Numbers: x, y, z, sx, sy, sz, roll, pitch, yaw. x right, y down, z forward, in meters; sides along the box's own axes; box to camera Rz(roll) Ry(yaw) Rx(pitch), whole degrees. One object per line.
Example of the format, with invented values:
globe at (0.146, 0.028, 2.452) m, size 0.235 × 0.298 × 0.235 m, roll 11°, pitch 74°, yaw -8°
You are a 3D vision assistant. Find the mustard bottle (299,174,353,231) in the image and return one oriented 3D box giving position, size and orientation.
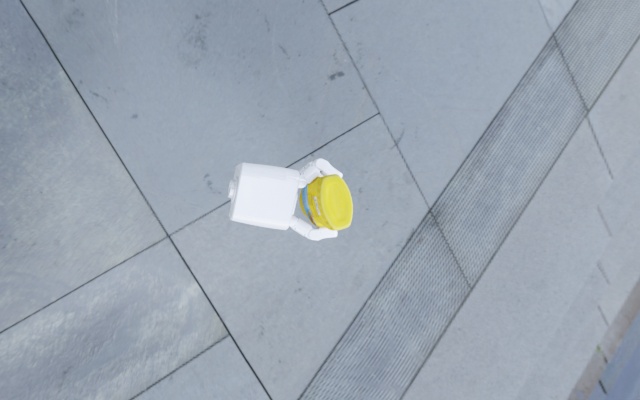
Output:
mustard bottle at (0.001, 0.003, 0.897) m, size 0.058 × 0.096 × 0.191 m, roll -16°, pitch 5°, yaw -16°
